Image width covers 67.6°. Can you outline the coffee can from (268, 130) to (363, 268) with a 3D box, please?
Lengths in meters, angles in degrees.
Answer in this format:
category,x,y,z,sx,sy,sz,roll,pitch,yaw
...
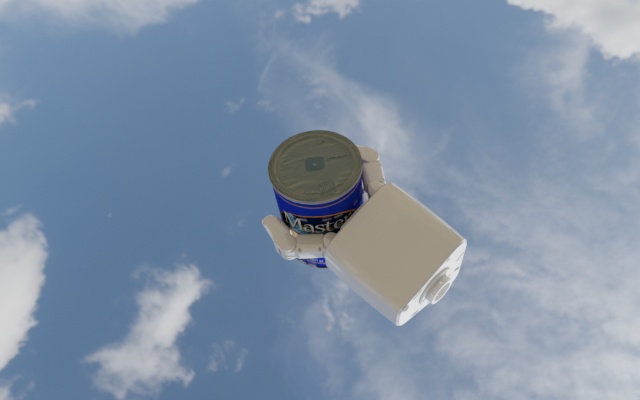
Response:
category,x,y,z,sx,sy,sz,roll,pitch,yaw
coffee can,0.000,0.002,0.569,0.103,0.102,0.140,0,-37,7
